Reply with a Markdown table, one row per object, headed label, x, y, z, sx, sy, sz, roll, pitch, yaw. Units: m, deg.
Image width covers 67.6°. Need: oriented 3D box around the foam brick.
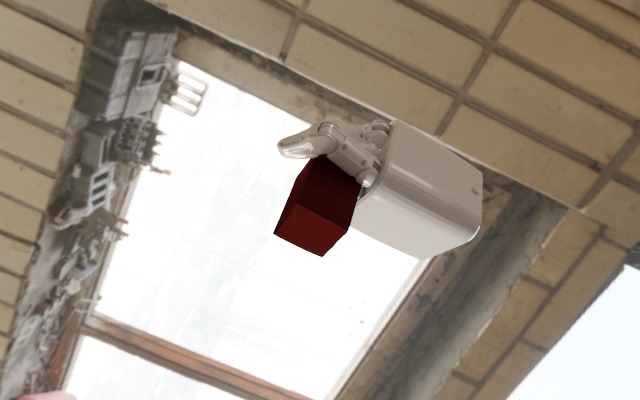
| label | x | y | z | sx | sy | sz | roll | pitch | yaw |
| --- | --- | --- | --- | --- | --- | --- | --- | --- | --- |
| foam brick | 0.000 | 0.002 | 0.429 | 0.051 | 0.078 | 0.053 | 30 | -43 | -11 |
